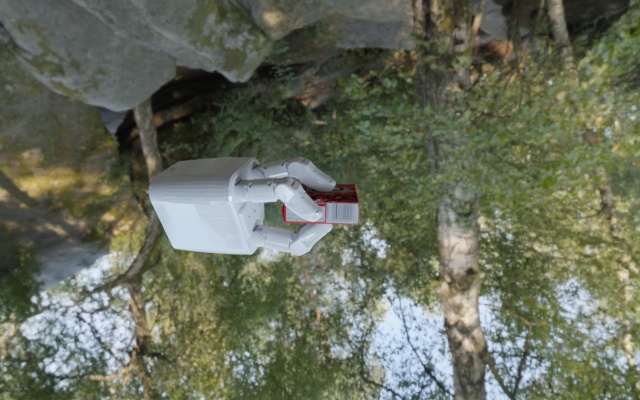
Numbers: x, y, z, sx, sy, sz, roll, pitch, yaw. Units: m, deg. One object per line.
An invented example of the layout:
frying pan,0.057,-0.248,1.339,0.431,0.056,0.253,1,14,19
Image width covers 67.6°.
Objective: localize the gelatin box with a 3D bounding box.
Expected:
gelatin box,0.000,0.002,0.575,0.089,0.030,0.073,1,18,0
